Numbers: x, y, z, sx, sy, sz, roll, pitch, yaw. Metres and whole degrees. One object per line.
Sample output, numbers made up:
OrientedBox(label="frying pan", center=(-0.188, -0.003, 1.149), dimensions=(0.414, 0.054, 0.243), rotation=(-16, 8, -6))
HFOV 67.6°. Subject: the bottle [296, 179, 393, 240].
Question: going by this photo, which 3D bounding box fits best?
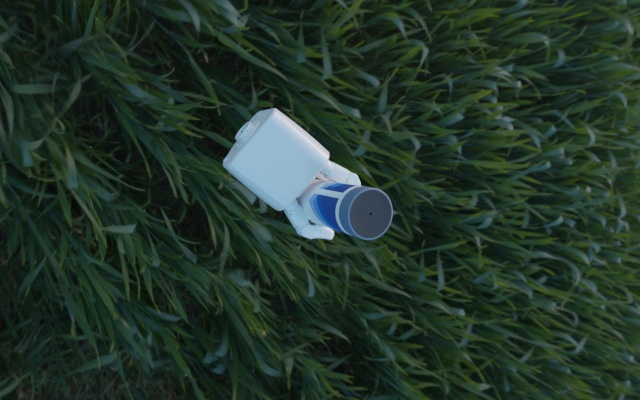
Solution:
OrientedBox(label="bottle", center=(0.000, 0.002, 0.731), dimensions=(0.069, 0.069, 0.295), rotation=(0, 6, -26))
